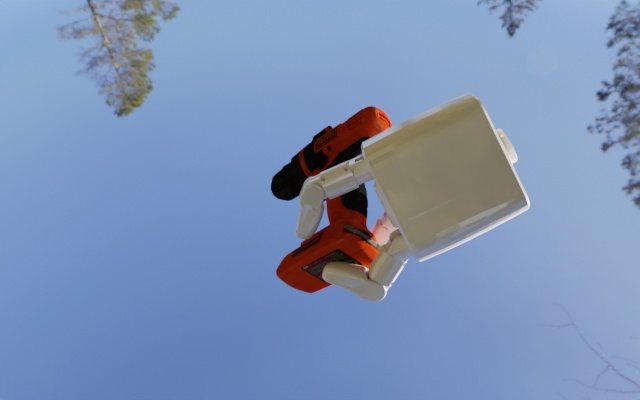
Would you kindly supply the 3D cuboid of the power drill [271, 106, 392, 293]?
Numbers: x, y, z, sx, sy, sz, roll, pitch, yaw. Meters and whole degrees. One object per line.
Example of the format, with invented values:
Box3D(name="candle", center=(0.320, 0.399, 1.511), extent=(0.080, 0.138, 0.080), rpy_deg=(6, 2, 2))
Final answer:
Box3D(name="power drill", center=(0.000, 0.002, 0.524), extent=(0.057, 0.187, 0.184), rpy_deg=(31, -46, -30))
